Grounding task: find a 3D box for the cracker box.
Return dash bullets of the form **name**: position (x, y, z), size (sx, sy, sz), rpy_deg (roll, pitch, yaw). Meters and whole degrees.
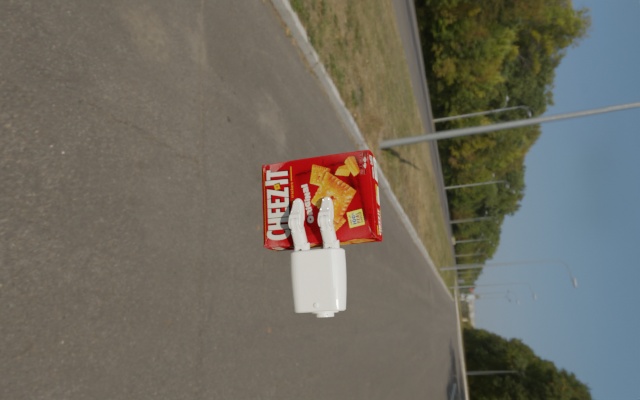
- **cracker box**: position (0.000, 0.003, 0.889), size (0.214, 0.164, 0.072), rpy_deg (-7, -13, 16)
